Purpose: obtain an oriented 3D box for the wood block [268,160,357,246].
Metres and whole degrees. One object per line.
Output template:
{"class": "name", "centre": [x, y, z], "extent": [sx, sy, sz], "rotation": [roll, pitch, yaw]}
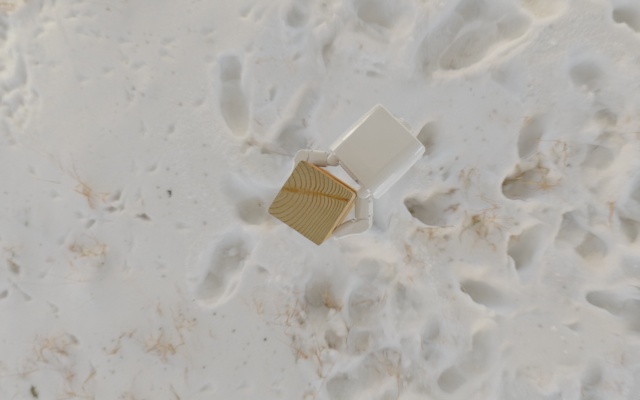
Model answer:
{"class": "wood block", "centre": [0.000, 0.002, 0.761], "extent": [0.091, 0.090, 0.206], "rotation": [34, 5, 7]}
